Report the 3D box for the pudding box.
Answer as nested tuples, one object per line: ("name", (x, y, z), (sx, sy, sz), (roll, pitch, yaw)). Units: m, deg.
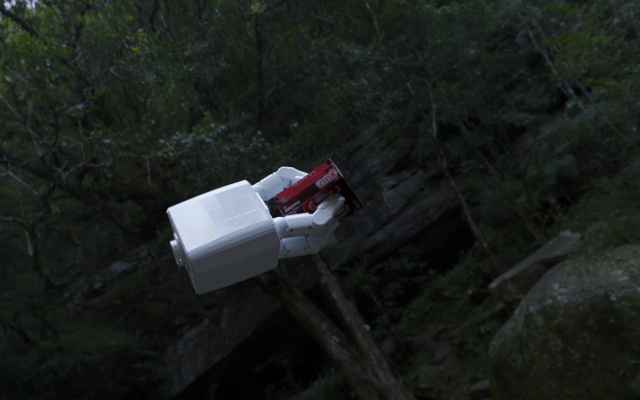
("pudding box", (0.000, 0.002, 0.640), (0.090, 0.039, 0.113), (-34, -25, 5))
